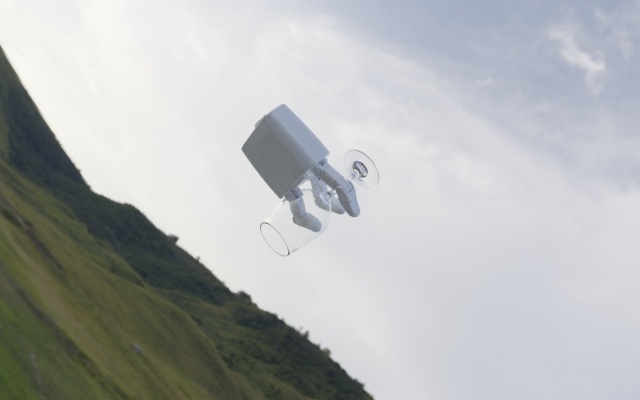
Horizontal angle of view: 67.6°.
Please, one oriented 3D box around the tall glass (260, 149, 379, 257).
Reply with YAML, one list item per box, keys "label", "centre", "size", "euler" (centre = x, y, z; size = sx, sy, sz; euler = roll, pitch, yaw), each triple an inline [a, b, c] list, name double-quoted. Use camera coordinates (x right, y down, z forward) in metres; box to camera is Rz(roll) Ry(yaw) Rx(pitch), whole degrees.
- label: "tall glass"
  centre: [0.001, 0.002, 0.740]
  size: [0.201, 0.079, 0.079]
  euler: [-39, 22, -29]
